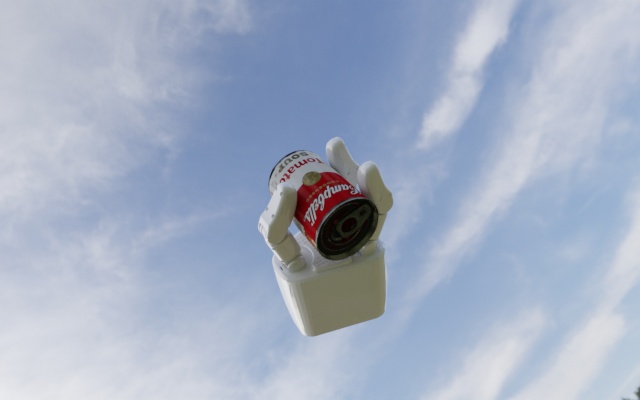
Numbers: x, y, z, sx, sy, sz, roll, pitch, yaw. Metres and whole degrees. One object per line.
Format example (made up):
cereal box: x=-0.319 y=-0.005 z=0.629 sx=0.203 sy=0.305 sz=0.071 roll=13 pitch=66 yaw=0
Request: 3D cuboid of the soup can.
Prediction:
soup can: x=0.000 y=0.001 z=0.468 sx=0.068 sy=0.068 sz=0.102 roll=0 pitch=31 yaw=-36
